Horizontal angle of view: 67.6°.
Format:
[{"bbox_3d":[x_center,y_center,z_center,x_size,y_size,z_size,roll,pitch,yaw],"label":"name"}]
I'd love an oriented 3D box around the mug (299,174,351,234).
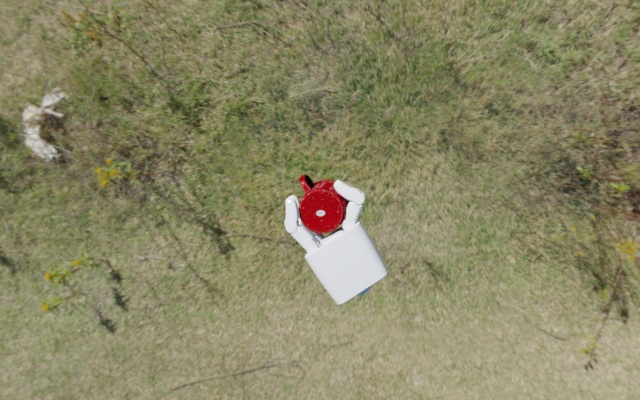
[{"bbox_3d":[-0.001,0.002,0.861,0.093,0.117,0.081,-33,3,12],"label":"mug"}]
